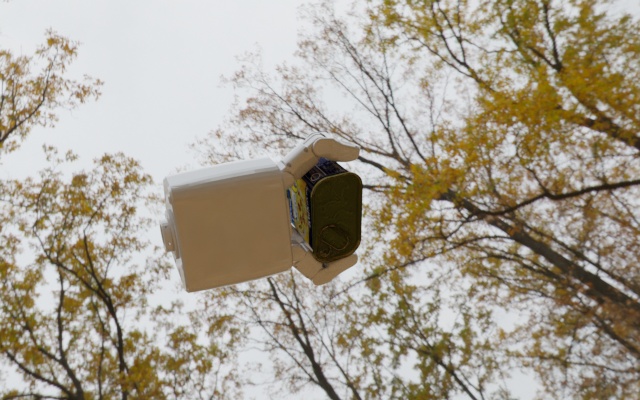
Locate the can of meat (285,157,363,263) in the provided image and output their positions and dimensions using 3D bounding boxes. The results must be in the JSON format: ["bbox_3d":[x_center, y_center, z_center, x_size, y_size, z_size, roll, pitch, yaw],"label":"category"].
[{"bbox_3d":[0.000,0.001,0.519,0.057,0.102,0.084,-15,32,-21],"label":"can of meat"}]
